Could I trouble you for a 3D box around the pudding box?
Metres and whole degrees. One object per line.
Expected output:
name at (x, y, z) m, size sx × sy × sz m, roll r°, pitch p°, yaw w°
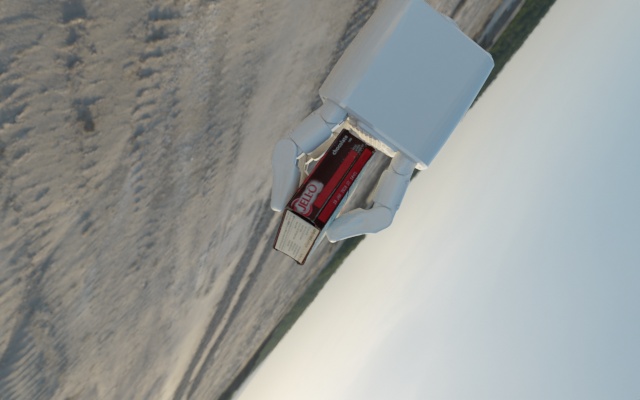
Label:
pudding box at (0.000, 0.001, 0.426) m, size 0.039 × 0.090 × 0.113 m, roll 34°, pitch -25°, yaw 6°
